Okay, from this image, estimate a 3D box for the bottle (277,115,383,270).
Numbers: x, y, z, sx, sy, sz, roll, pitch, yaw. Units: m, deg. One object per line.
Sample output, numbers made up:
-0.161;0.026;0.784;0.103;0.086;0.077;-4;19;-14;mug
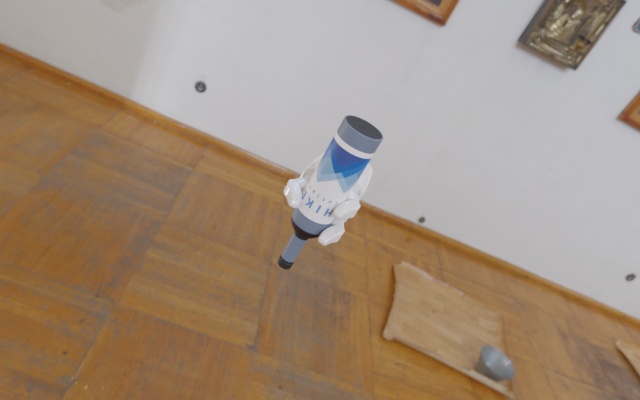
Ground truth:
0.000;0.002;0.782;0.069;0.296;0.069;23;30;-14;bottle
